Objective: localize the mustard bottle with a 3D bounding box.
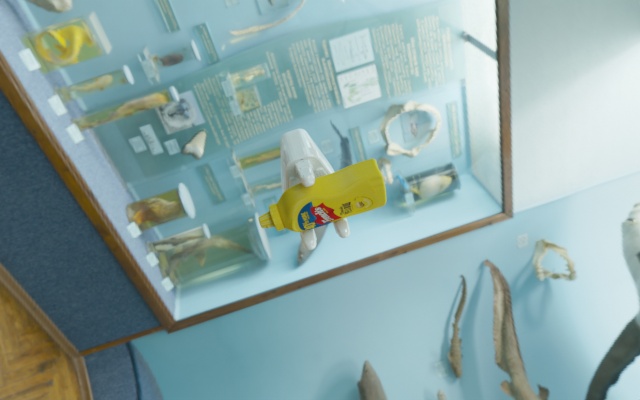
[{"bbox_3d":[0.000,0.003,0.715,0.191,0.058,0.096,-18,-29,0],"label":"mustard bottle"}]
